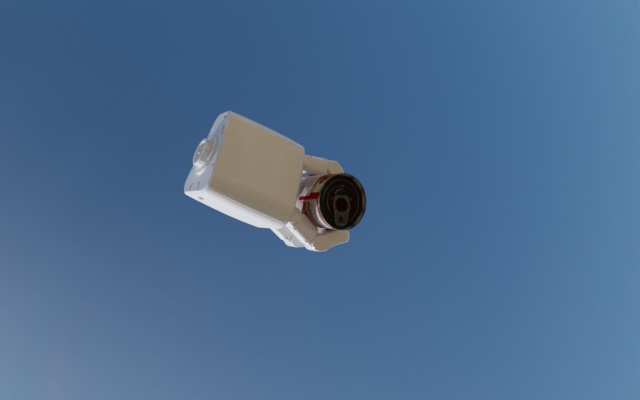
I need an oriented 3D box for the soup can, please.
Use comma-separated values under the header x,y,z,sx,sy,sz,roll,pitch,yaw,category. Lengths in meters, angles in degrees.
x,y,z,sx,sy,sz,roll,pitch,yaw,category
0.000,0.002,0.602,0.068,0.068,0.102,0,0,-32,soup can
